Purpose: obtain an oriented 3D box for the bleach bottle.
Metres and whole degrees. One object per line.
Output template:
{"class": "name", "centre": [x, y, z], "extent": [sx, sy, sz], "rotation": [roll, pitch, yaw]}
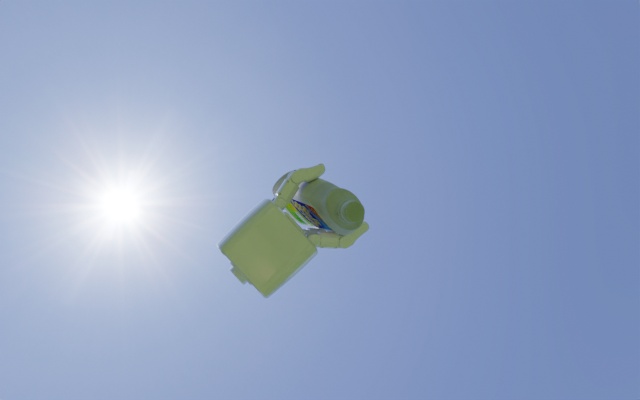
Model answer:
{"class": "bleach bottle", "centre": [0.000, 0.003, 0.760], "extent": [0.068, 0.102, 0.251], "rotation": [-42, 15, -13]}
